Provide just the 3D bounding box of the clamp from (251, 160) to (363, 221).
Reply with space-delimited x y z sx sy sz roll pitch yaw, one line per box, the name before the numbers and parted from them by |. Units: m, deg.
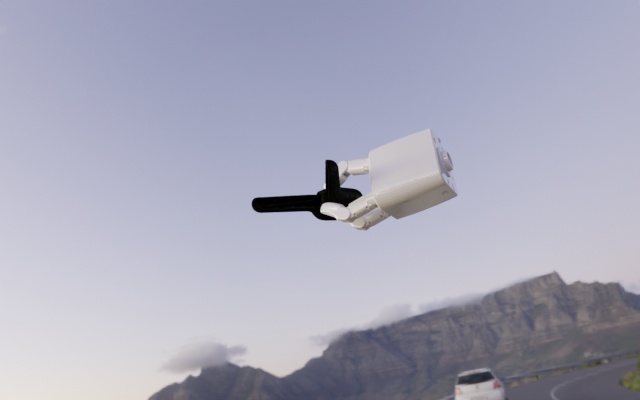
clamp | 0.000 0.002 0.797 0.164 0.036 0.210 -21 -26 24
